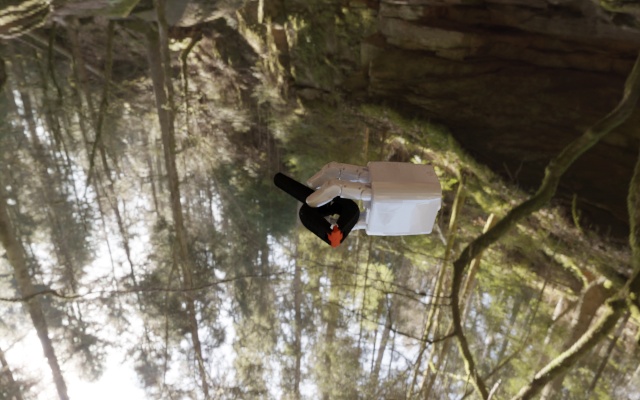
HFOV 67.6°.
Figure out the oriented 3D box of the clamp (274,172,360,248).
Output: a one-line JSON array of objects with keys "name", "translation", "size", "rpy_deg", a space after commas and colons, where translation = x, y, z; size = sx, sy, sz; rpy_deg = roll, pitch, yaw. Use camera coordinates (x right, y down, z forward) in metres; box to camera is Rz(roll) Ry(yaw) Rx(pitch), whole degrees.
[{"name": "clamp", "translation": [0.000, 0.004, 0.773], "size": [0.164, 0.036, 0.209], "rpy_deg": [-1, 31, 1]}]
